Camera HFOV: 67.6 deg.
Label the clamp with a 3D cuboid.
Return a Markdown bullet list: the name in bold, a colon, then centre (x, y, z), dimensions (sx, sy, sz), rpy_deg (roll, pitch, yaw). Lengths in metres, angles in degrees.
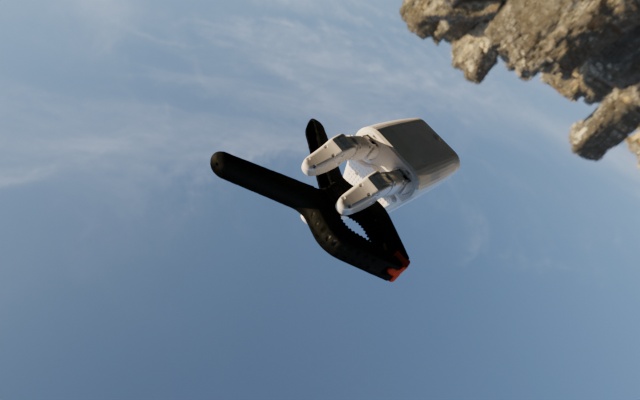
- **clamp**: centre (0.000, 0.002, 0.485), dimensions (0.164, 0.210, 0.036), rpy_deg (-22, -26, -43)
